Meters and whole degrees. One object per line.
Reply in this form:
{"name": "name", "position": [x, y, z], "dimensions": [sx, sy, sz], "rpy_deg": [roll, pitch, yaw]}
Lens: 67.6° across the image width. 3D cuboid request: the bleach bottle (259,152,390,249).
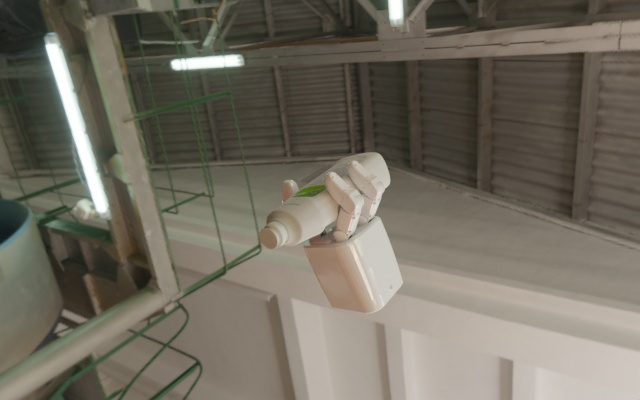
{"name": "bleach bottle", "position": [0.000, 0.002, 0.667], "dimensions": [0.102, 0.068, 0.250], "rpy_deg": [-14, 13, 39]}
